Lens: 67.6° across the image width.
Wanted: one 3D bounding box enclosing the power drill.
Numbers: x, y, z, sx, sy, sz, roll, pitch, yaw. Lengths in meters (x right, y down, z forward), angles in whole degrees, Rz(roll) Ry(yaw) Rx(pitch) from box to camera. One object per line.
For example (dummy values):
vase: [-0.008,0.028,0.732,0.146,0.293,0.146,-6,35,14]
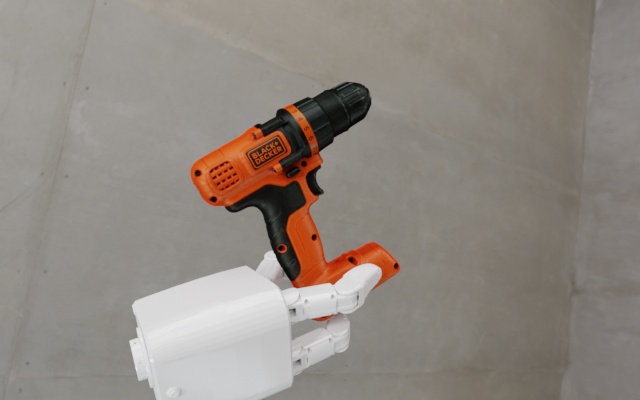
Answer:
power drill: [0.000,0.002,0.451,0.184,0.188,0.057,-31,10,-12]
